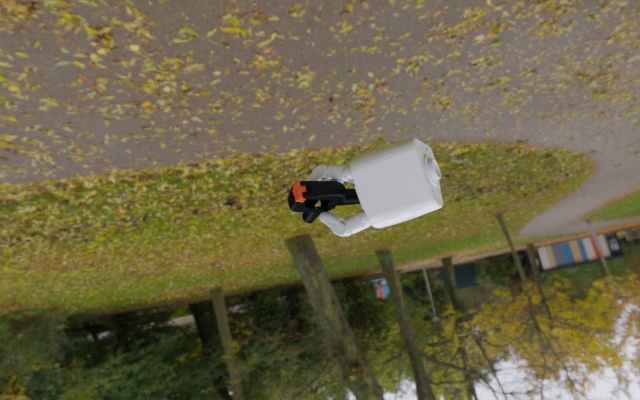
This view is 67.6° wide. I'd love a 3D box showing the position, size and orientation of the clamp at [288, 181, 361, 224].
[{"bbox_3d":[0.000,0.003,0.785,0.164,0.036,0.210,-21,-15,27],"label":"clamp"}]
